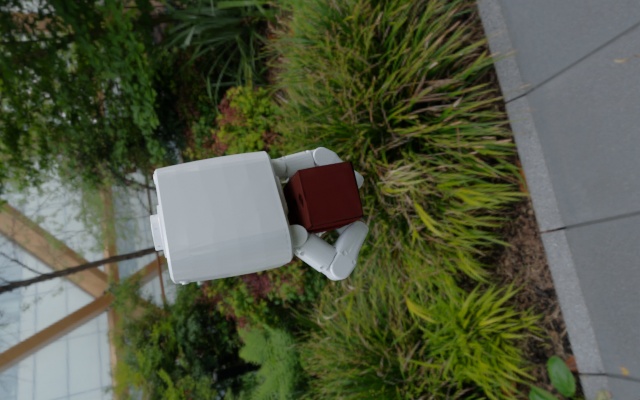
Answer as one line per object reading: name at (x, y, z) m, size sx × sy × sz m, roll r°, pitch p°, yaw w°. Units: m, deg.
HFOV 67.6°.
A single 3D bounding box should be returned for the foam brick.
foam brick at (0.000, 0.001, 0.449) m, size 0.051 × 0.053 × 0.078 m, roll -10°, pitch -10°, yaw -17°
